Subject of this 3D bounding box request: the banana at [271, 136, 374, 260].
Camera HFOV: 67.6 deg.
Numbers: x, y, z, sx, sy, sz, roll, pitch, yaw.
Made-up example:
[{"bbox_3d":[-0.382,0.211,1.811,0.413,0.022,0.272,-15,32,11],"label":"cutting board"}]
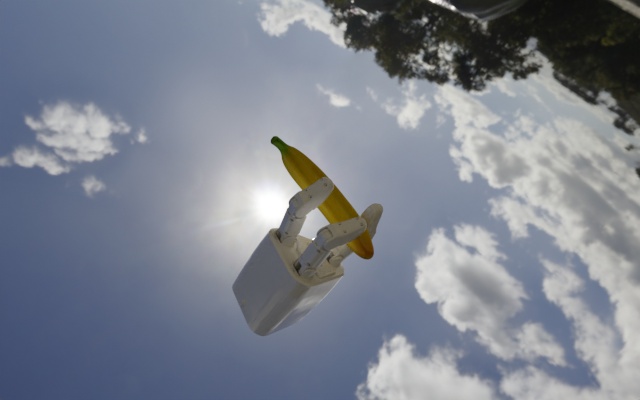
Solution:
[{"bbox_3d":[0.005,-0.001,0.619,0.037,0.197,0.069,-46,-15,18],"label":"banana"}]
